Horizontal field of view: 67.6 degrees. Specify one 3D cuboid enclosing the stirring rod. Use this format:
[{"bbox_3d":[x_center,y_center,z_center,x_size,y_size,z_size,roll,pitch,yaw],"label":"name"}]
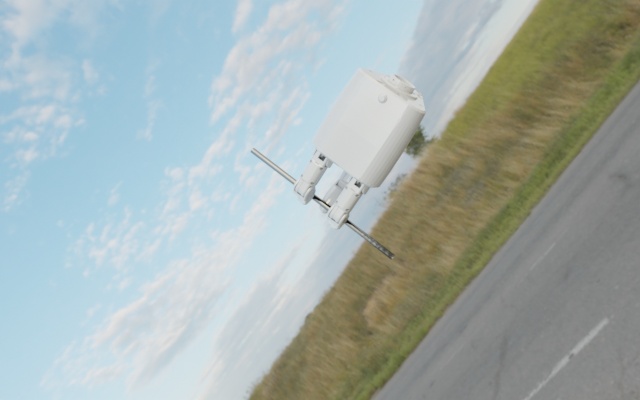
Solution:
[{"bbox_3d":[0.000,0.002,0.639,0.239,0.011,0.011,37,8,10],"label":"stirring rod"}]
